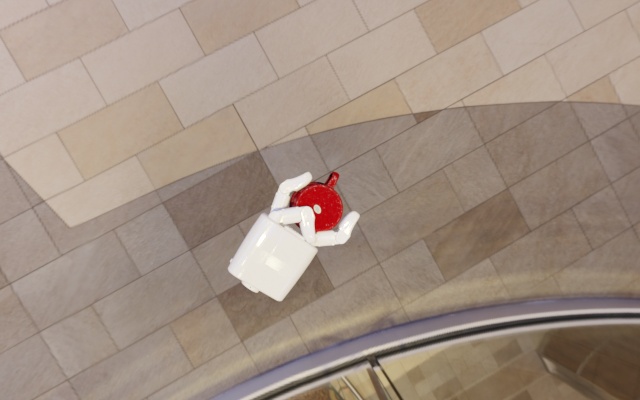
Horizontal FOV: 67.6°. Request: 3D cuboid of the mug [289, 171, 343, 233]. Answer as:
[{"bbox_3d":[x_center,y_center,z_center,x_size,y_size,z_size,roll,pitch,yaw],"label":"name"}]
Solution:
[{"bbox_3d":[0.001,0.002,0.825,0.093,0.117,0.081,33,-2,-6],"label":"mug"}]
